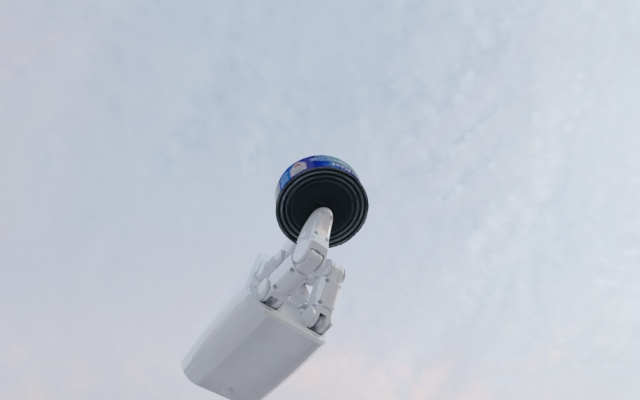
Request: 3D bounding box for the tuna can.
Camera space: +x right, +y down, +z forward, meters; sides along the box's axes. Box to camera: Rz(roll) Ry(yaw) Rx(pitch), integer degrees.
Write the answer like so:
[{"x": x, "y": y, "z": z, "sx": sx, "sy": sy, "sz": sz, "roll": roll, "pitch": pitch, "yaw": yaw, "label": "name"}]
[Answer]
[{"x": 0.000, "y": 0.001, "z": 0.449, "sx": 0.086, "sy": 0.086, "sz": 0.033, "roll": 0, "pitch": 28, "yaw": -8, "label": "tuna can"}]
